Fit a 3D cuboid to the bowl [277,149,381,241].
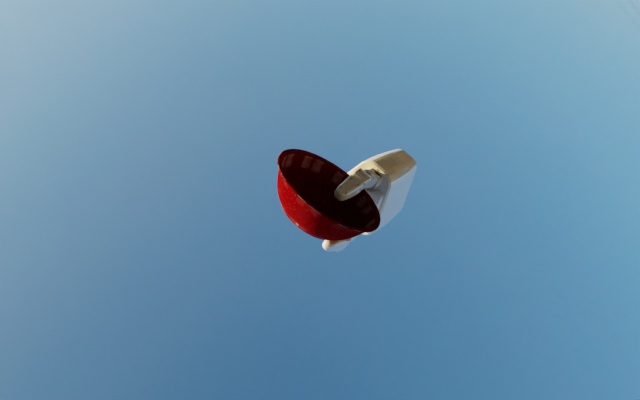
[{"bbox_3d":[-0.001,0.002,0.640,0.162,0.055,0.162,30,26,-16],"label":"bowl"}]
